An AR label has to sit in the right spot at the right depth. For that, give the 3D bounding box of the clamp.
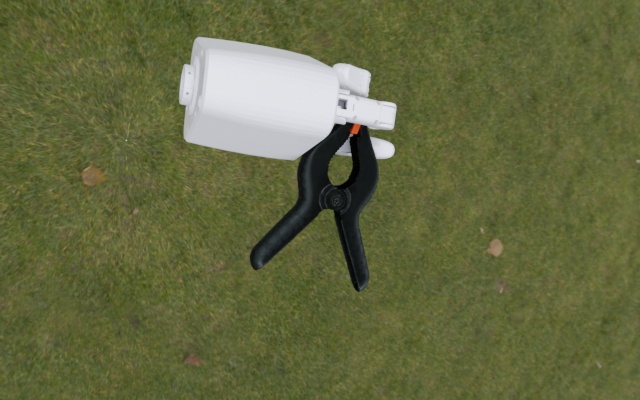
[{"bbox_3d":[0.000,0.001,0.453,0.120,0.171,0.039,5,5,-23],"label":"clamp"}]
